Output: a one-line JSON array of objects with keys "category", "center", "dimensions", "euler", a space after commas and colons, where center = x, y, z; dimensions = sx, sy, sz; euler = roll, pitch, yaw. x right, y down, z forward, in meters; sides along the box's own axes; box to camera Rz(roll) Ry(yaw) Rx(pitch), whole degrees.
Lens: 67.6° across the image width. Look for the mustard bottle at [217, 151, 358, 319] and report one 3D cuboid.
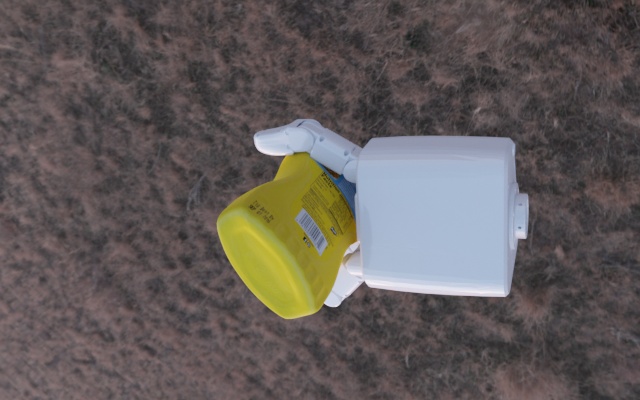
[{"category": "mustard bottle", "center": [0.000, 0.001, 0.401], "dimensions": [0.058, 0.096, 0.191], "euler": [-25, 15, 37]}]
